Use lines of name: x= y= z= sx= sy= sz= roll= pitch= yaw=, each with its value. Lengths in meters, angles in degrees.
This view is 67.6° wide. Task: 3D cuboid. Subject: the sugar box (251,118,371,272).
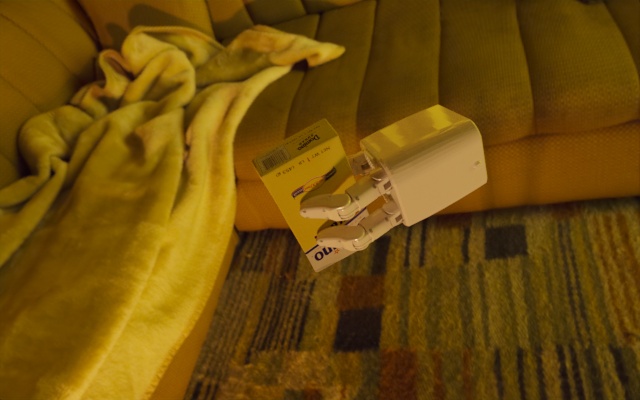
sugar box: x=0.000 y=0.002 z=0.554 sx=0.093 sy=0.176 sz=0.048 roll=-29 pitch=41 yaw=-2
